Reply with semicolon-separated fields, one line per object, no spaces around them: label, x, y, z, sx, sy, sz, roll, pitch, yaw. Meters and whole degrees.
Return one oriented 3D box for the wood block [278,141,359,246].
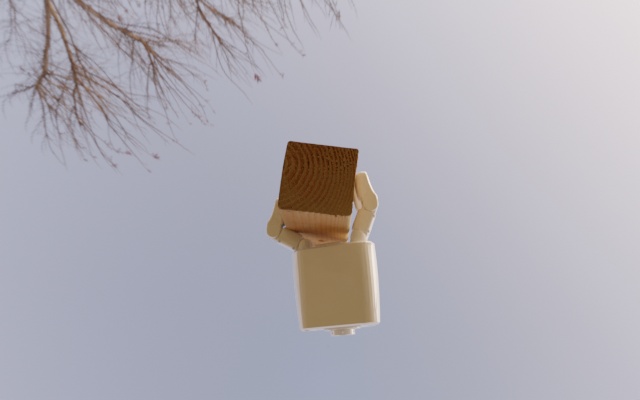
wood block;0.000;0.003;0.669;0.091;0.090;0.206;6;-17;3
